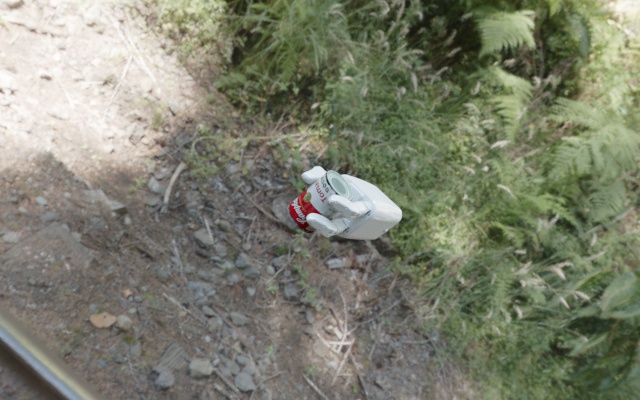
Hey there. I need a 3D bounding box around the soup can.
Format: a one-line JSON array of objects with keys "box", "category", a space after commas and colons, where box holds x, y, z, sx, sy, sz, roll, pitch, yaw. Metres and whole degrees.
[{"box": [0.000, 0.002, 0.848, 0.102, 0.068, 0.068, -40, -21, 26], "category": "soup can"}]
